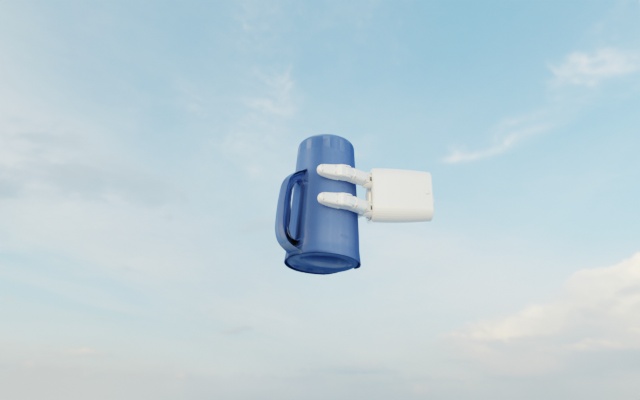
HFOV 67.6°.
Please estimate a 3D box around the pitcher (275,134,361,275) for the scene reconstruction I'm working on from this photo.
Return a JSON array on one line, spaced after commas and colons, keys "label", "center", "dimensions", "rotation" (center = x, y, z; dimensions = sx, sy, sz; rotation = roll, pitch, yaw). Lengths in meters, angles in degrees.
[{"label": "pitcher", "center": [0.000, 0.003, 0.859], "dimensions": [0.145, 0.242, 0.149], "rotation": [1, -24, 1]}]
